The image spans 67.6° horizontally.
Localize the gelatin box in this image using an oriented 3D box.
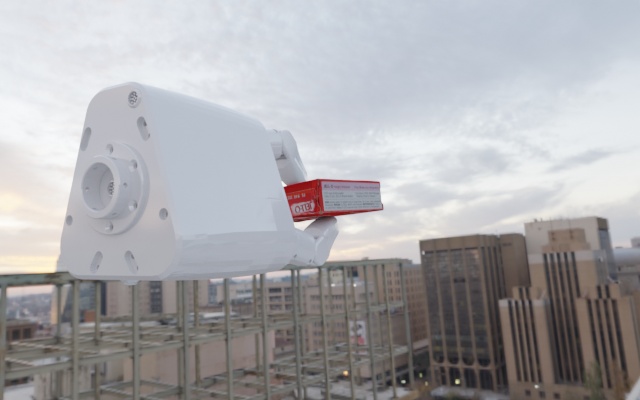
[{"bbox_3d":[0.000,0.001,0.417,0.073,0.030,0.089,-9,-5,40],"label":"gelatin box"}]
